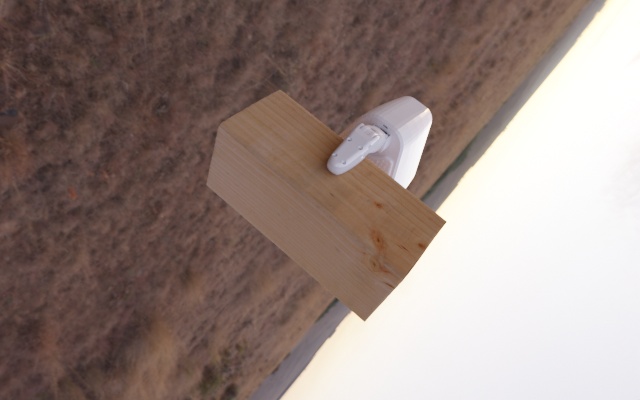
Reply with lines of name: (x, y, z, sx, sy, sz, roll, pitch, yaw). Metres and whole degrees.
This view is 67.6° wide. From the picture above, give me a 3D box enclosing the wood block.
wood block: (0.000, 0.001, 0.456, 0.090, 0.206, 0.091, -42, -14, -40)
